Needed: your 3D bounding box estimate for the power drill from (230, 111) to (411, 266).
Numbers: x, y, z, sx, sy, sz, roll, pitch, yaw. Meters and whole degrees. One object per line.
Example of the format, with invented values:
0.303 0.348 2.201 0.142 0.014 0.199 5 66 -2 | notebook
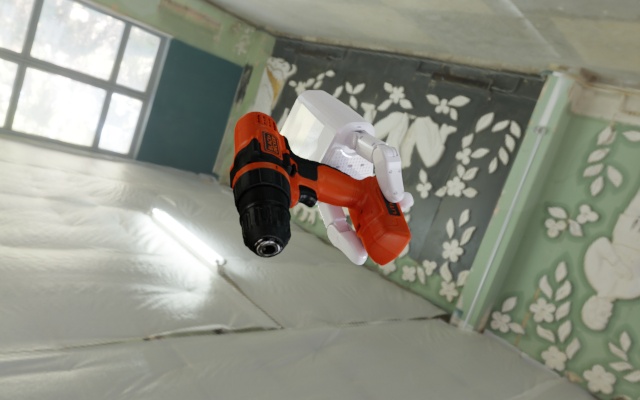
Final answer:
0.000 0.002 0.472 0.188 0.184 0.057 24 -56 -29 | power drill
